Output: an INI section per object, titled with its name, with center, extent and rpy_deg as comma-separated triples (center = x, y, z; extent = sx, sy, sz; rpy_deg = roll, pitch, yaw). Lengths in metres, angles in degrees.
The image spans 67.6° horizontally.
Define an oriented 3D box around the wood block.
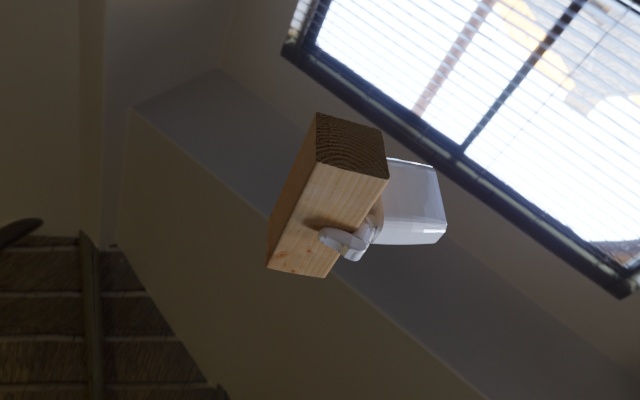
[wood block]
center = 0.000, 0.002, 0.616
extent = 0.090, 0.090, 0.206
rpy_deg = 13, -45, -15
